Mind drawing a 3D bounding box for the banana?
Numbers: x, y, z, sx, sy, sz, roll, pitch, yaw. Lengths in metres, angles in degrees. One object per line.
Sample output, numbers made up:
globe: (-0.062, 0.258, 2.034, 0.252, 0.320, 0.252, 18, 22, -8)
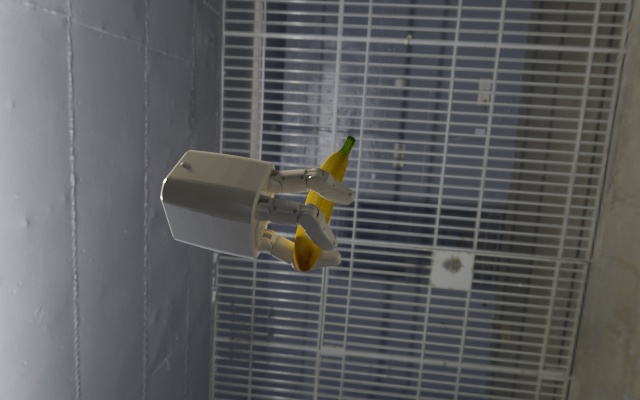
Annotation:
banana: (-0.002, 0.008, 0.598, 0.037, 0.197, 0.070, 18, -30, 1)
